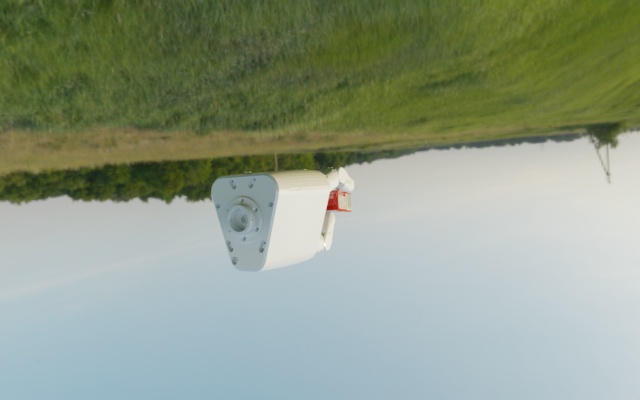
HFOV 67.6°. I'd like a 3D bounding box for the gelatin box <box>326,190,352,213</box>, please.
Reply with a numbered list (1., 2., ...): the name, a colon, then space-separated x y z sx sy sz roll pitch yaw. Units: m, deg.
1. gelatin box: 0.000 0.003 0.677 0.073 0.030 0.089 -3 -3 16
